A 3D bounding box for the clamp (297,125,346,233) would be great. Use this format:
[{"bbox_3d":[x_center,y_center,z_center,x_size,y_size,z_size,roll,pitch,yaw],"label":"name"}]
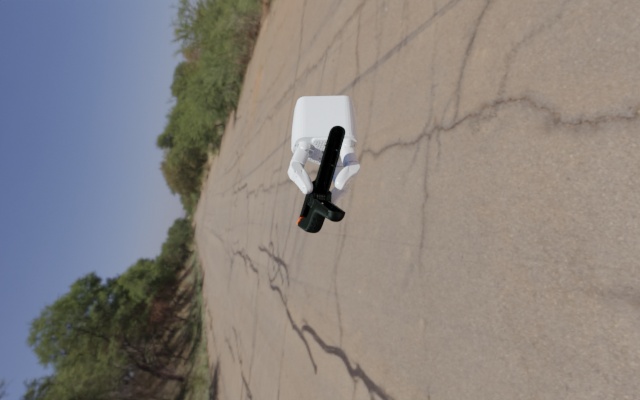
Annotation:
[{"bbox_3d":[-0.001,0.003,0.785,0.036,0.164,0.210,10,-37,-13],"label":"clamp"}]
